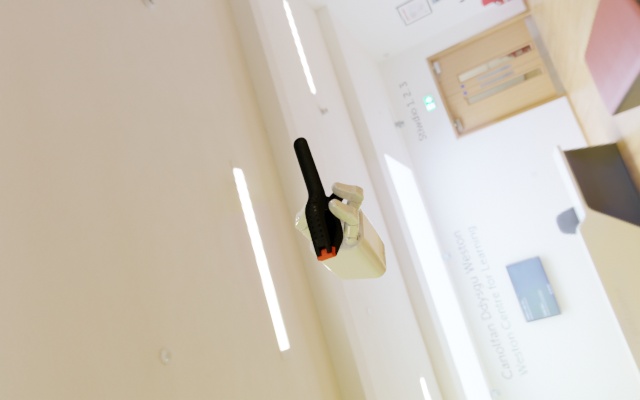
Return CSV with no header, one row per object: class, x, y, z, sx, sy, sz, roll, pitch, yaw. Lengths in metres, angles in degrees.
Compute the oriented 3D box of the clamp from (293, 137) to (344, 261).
clamp,0.000,0.003,0.799,0.036,0.209,0.165,-23,-50,22
